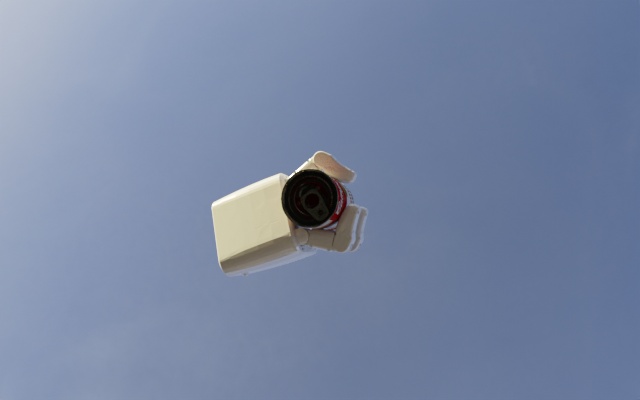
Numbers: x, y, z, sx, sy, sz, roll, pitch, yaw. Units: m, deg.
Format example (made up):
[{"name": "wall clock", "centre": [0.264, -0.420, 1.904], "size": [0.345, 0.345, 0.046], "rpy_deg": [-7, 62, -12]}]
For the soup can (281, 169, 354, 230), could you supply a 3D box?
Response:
[{"name": "soup can", "centre": [0.001, 0.002, 0.589], "size": [0.068, 0.068, 0.102], "rpy_deg": [0, -5, 15]}]
